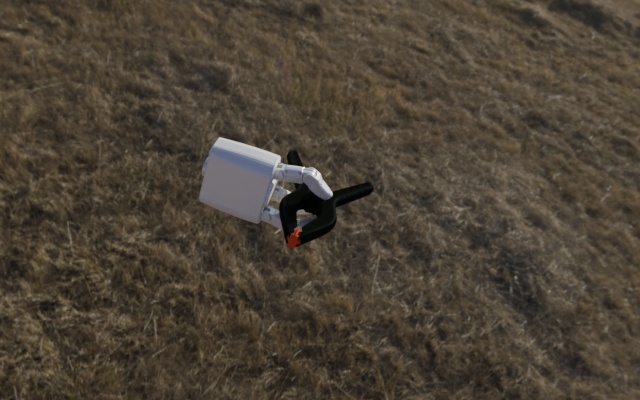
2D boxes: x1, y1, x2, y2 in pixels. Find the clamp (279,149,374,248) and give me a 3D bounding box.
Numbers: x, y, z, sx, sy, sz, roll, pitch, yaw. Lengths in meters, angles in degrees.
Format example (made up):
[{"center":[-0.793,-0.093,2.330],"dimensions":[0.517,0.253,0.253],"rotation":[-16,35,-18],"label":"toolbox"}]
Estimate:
[{"center":[0.000,0.002,0.787],"dimensions":[0.164,0.036,0.209],"rotation":[18,42,0],"label":"clamp"}]
